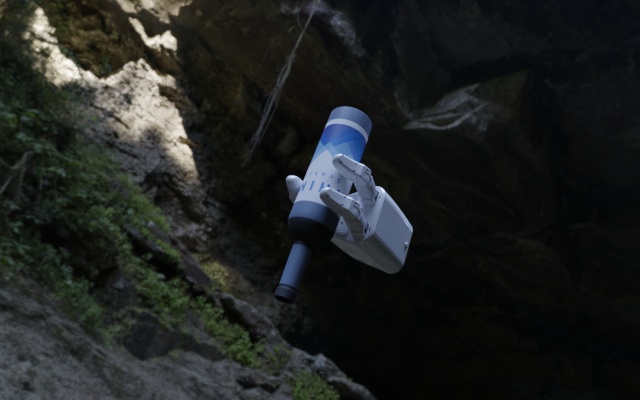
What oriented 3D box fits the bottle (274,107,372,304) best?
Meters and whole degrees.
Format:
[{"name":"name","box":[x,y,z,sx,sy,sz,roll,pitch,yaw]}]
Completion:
[{"name":"bottle","box":[0.000,0.002,0.666,0.069,0.295,0.069,17,-26,8]}]
